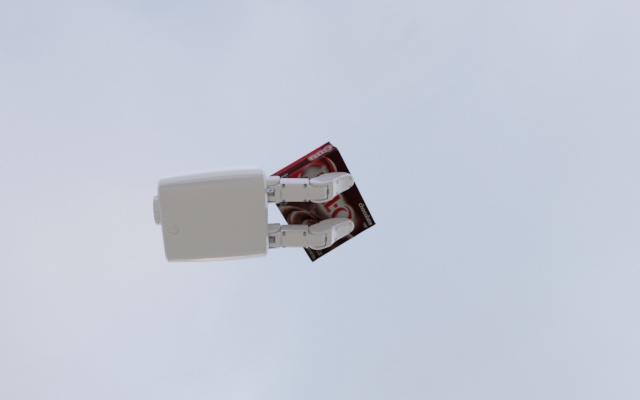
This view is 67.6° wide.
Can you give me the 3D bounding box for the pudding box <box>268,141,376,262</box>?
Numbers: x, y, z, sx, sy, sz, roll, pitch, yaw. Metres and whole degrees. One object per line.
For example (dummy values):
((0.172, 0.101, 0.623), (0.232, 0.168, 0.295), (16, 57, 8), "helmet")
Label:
((0.000, 0.002, 0.554), (0.090, 0.113, 0.039), (-30, 28, -2), "pudding box")
